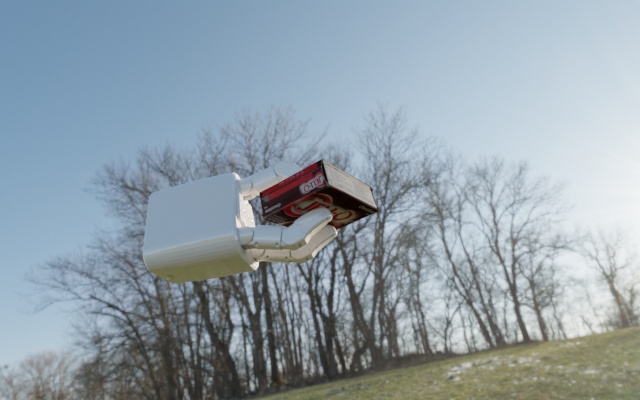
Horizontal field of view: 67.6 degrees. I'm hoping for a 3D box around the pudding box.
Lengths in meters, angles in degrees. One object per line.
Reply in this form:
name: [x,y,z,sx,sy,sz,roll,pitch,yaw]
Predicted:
pudding box: [0.000,0.002,0.546,0.090,0.039,0.113,-25,-26,28]
